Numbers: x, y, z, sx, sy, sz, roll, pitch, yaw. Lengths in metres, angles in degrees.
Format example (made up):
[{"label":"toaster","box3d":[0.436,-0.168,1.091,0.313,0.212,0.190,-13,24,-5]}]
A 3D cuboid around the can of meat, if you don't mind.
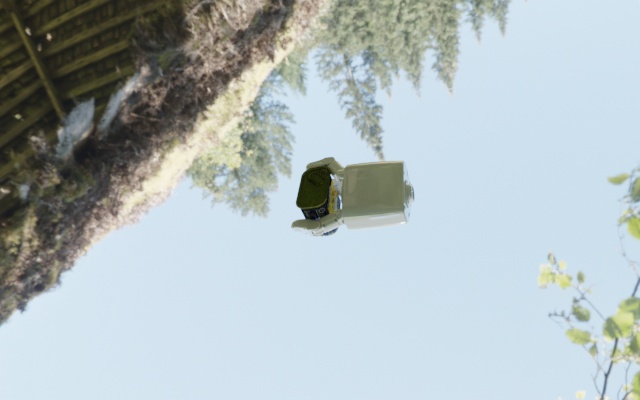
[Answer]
[{"label":"can of meat","box3d":[0.000,0.003,0.872,0.057,0.102,0.084,-8,-45,17]}]
